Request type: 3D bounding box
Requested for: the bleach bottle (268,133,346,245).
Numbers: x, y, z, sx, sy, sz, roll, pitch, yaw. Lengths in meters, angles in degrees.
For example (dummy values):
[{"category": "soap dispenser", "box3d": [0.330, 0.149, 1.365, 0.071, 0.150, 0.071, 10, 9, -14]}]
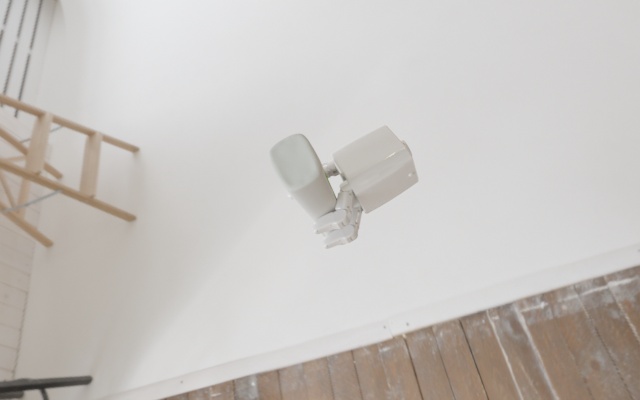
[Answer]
[{"category": "bleach bottle", "box3d": [0.000, 0.003, 0.792, 0.068, 0.102, 0.251, -29, -34, 3]}]
